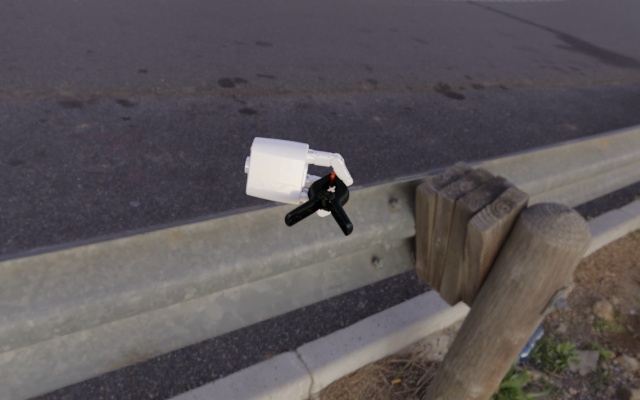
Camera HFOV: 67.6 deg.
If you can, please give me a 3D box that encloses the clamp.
[{"bbox_3d":[0.000,0.002,0.884,0.120,0.039,0.171,8,33,-2],"label":"clamp"}]
